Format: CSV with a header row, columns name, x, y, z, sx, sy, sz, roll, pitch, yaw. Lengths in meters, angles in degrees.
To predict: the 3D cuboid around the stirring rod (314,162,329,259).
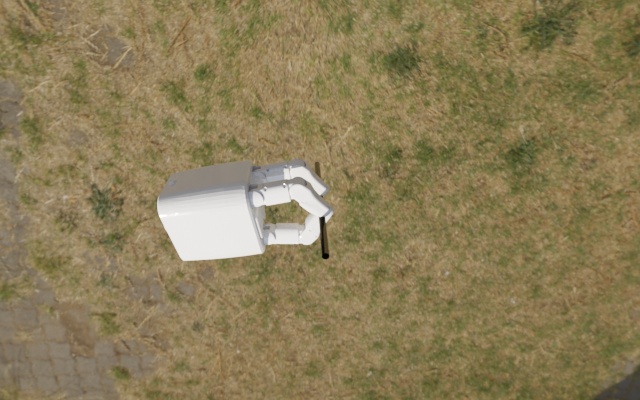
name,x,y,z,sx,sy,sz,roll,pitch,yaw
stirring rod,0.000,0.002,0.602,0.011,0.011,0.239,0,28,-3
